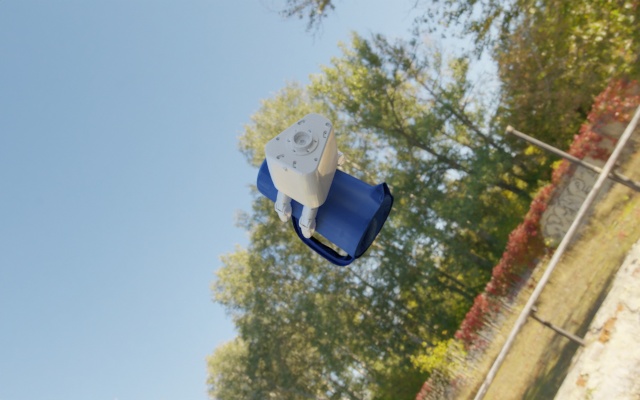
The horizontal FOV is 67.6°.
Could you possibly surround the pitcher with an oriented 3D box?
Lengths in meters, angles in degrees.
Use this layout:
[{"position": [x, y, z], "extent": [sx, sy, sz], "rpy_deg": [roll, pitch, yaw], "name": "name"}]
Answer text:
[{"position": [0.000, 0.003, 0.895], "extent": [0.243, 0.149, 0.145], "rpy_deg": [30, -18, 18], "name": "pitcher"}]
